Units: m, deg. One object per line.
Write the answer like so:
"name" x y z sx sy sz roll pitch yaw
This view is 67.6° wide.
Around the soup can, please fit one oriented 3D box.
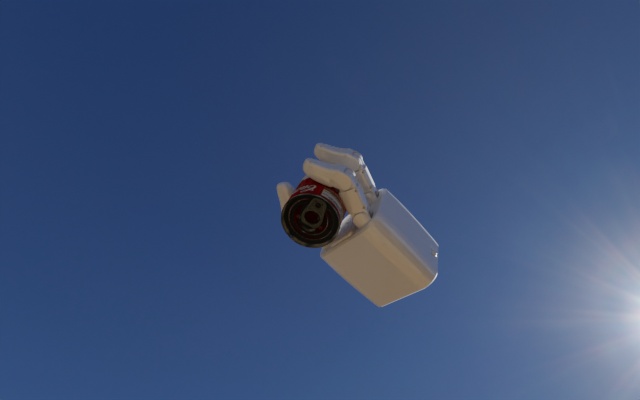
"soup can" 0.000 0.001 0.572 0.068 0.068 0.102 0 26 15
